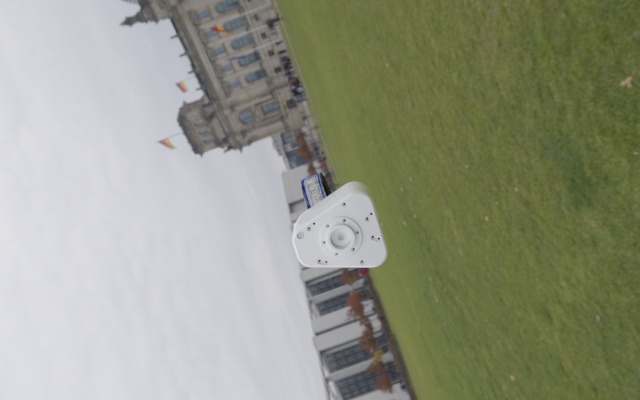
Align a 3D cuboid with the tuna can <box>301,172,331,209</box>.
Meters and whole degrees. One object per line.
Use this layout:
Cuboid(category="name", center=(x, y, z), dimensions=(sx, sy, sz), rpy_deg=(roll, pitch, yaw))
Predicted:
Cuboid(category="tuna can", center=(0.000, 0.003, 0.734), dimensions=(0.034, 0.086, 0.086), rpy_deg=(-20, -3, 7))
